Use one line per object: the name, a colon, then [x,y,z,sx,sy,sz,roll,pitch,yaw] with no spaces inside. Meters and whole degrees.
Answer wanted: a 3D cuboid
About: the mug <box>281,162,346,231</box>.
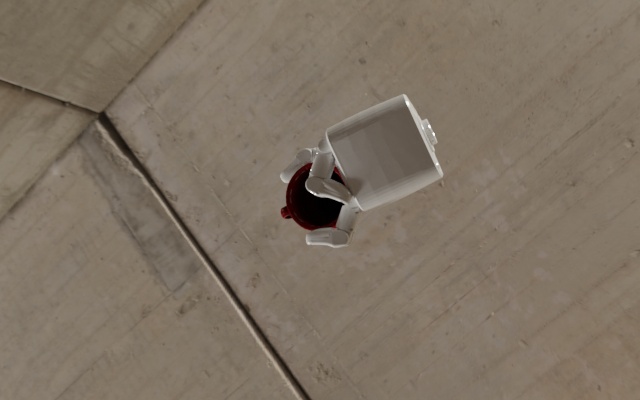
mug: [-0.001,0.003,0.671,0.117,0.093,0.081,-24,-13,18]
